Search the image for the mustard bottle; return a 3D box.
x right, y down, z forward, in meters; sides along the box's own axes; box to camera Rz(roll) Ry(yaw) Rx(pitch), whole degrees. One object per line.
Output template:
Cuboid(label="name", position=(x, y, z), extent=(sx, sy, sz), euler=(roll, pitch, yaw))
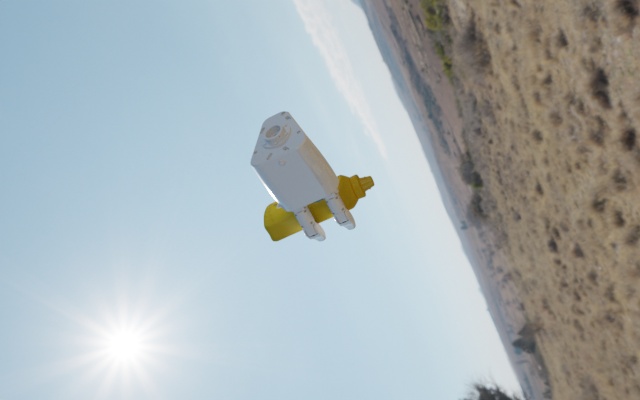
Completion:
Cuboid(label="mustard bottle", position=(0.000, 0.003, 0.808), extent=(0.191, 0.058, 0.096), euler=(-23, 19, 14))
